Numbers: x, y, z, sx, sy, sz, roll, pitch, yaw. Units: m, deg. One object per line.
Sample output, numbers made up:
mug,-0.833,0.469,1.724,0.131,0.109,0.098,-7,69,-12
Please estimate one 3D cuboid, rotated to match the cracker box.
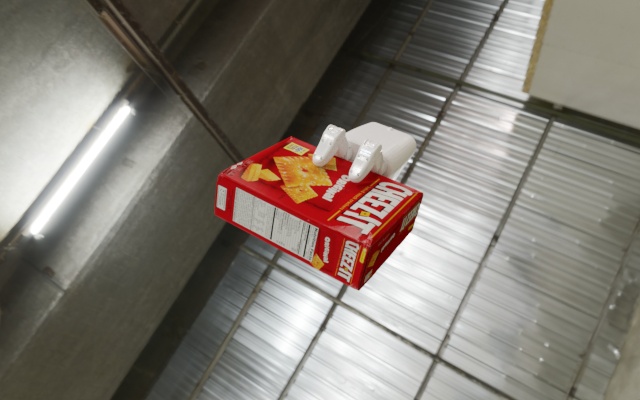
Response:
cracker box,0.000,0.002,0.611,0.213,0.072,0.164,25,34,22
